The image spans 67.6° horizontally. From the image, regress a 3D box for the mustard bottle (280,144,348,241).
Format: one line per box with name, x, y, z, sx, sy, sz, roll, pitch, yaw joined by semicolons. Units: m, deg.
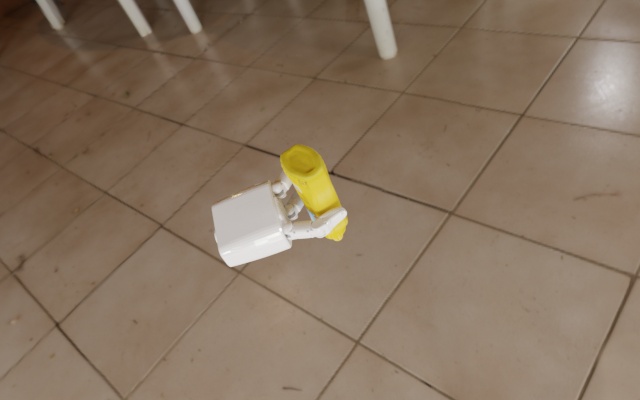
mustard bottle;0.000;0.002;0.784;0.058;0.192;0.096;-36;43;-11
